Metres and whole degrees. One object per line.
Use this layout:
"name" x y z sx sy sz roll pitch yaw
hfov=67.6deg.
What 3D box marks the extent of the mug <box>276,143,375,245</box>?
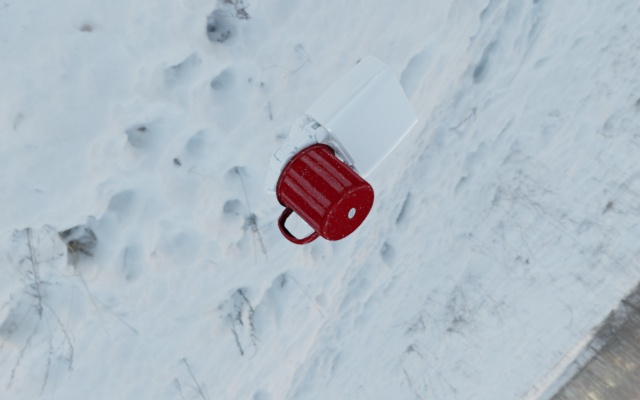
"mug" -0.001 0.003 0.556 0.081 0.117 0.093 41 -5 32
